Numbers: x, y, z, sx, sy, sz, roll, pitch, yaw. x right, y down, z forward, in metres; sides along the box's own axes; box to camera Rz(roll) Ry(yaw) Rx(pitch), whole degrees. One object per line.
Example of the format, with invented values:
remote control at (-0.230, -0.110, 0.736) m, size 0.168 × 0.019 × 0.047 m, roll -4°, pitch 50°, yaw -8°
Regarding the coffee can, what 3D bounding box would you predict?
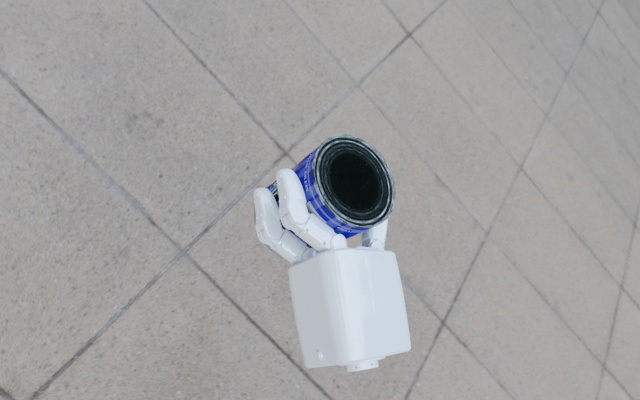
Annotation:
coffee can at (0.000, 0.002, 0.538) m, size 0.103 × 0.102 × 0.140 m, roll 0°, pitch -19°, yaw -33°
